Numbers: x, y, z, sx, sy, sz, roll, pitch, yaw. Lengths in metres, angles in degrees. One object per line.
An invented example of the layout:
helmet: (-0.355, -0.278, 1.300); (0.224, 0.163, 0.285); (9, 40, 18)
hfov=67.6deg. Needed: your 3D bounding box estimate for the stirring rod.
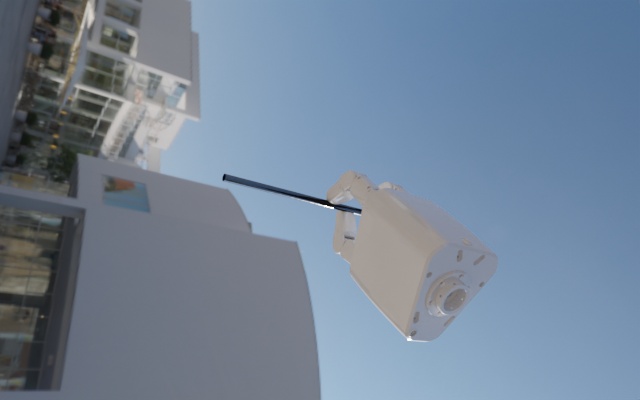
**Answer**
stirring rod: (0.000, 0.002, 0.549); (0.239, 0.011, 0.011); (14, -8, -33)
